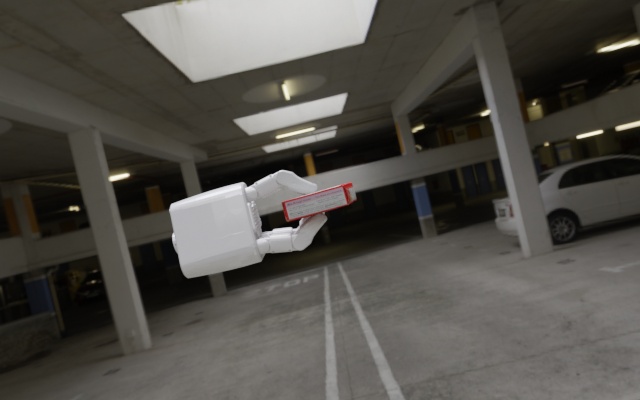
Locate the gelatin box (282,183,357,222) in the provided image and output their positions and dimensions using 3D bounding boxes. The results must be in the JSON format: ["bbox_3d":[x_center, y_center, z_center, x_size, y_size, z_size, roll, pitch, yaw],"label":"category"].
[{"bbox_3d":[0.000,0.002,0.650,0.089,0.030,0.073,-16,1,12],"label":"gelatin box"}]
